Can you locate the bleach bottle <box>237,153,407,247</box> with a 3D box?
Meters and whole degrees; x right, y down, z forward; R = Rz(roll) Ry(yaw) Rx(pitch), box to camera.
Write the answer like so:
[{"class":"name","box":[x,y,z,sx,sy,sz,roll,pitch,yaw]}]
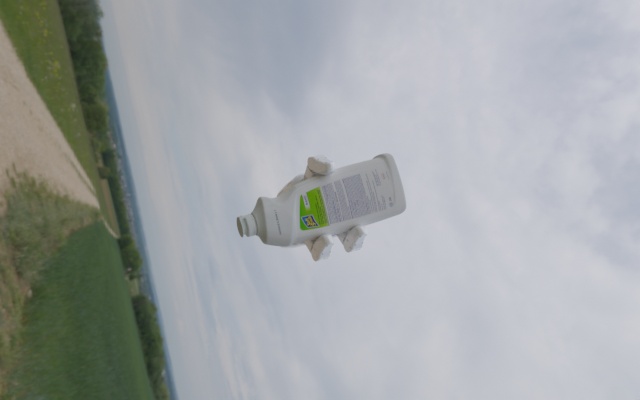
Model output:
[{"class":"bleach bottle","box":[0.000,0.002,0.698,0.251,0.102,0.068,-13,-6,-23]}]
